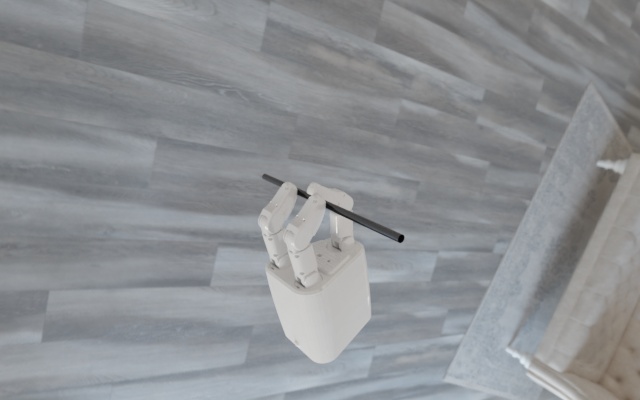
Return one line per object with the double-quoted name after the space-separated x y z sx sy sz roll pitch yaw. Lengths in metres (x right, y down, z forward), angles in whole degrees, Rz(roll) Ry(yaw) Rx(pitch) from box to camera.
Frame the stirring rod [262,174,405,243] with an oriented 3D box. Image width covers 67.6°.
0.000 0.002 0.505 0.011 0.011 0.239 0 15 -37 "stirring rod"
